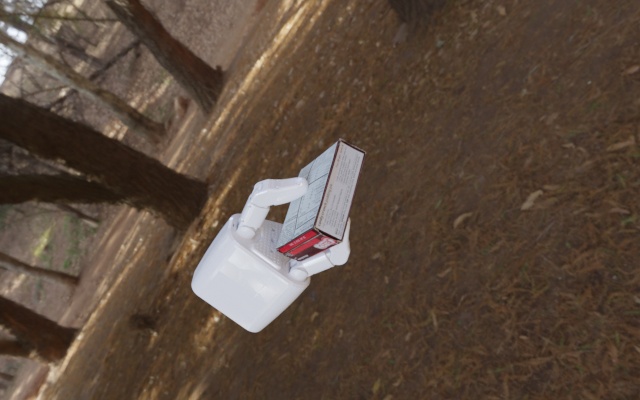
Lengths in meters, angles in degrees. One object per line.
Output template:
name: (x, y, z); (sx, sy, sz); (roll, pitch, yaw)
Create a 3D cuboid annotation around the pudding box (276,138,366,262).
pudding box: (0.000, 0.002, 0.510); (0.039, 0.113, 0.090); (26, -30, -21)
